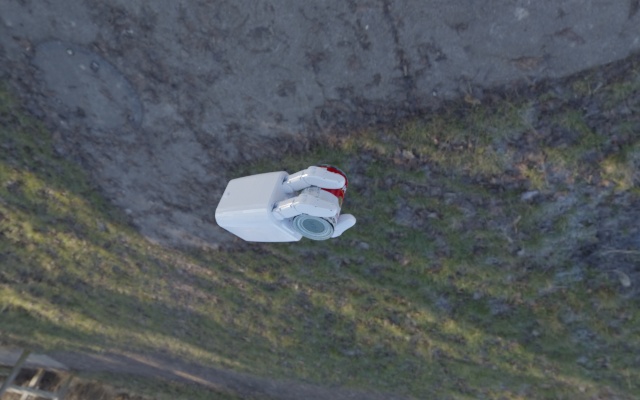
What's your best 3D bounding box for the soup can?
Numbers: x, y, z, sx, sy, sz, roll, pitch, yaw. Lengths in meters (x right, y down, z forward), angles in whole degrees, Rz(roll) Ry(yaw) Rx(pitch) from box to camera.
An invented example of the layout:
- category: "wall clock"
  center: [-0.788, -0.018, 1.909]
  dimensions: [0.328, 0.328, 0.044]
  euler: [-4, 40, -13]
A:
- category: "soup can"
  center: [0.001, 0.003, 0.752]
  dimensions: [0.068, 0.102, 0.069]
  euler: [11, -37, 8]
